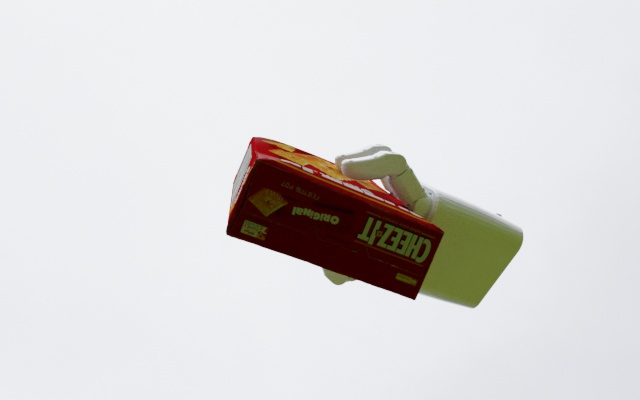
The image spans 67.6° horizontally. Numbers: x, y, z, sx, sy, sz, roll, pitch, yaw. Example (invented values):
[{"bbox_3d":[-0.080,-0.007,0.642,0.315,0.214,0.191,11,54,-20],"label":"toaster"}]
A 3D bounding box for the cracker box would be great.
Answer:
[{"bbox_3d":[0.000,0.002,0.465,0.164,0.072,0.213,20,8,-13],"label":"cracker box"}]
